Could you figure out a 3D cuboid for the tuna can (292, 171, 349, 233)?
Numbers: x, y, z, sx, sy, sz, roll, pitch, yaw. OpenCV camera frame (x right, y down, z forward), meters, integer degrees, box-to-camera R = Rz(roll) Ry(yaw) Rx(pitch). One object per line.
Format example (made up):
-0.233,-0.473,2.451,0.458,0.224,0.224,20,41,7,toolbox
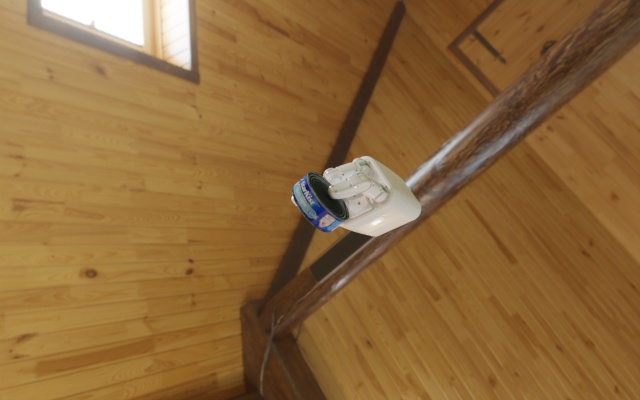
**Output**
0.000,0.003,0.669,0.034,0.086,0.086,-39,-15,19,tuna can
